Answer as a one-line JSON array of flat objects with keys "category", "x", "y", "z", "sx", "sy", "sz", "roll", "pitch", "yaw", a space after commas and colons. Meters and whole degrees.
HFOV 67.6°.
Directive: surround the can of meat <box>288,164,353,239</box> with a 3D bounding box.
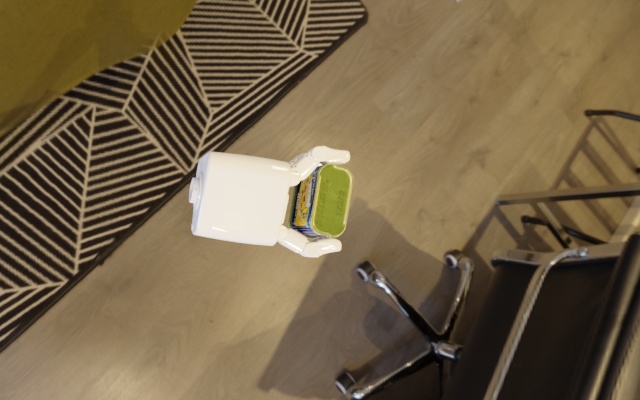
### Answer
[{"category": "can of meat", "x": 0.000, "y": 0.002, "z": 0.665, "sx": 0.057, "sy": 0.102, "sz": 0.084, "roll": 12, "pitch": -8, "yaw": -21}]
